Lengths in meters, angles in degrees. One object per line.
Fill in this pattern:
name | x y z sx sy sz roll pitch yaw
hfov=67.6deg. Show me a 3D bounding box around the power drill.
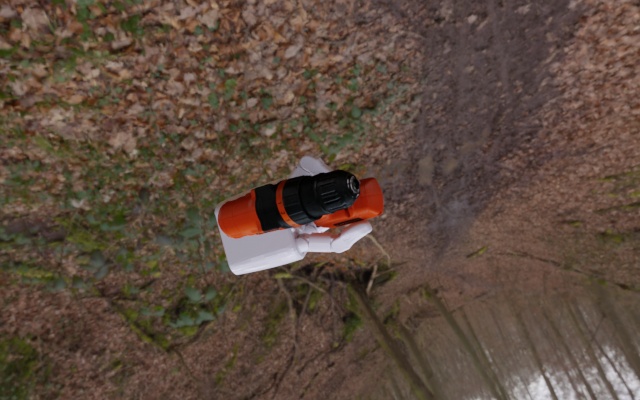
power drill | 0.000 0.002 0.570 0.184 0.057 0.187 -13 -7 34
